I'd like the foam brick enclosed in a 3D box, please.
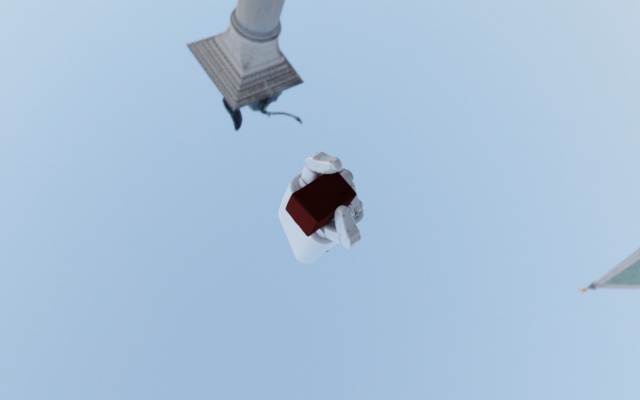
[{"bbox_3d":[0.000,0.002,0.646,0.078,0.053,0.051,-34,-11,-29],"label":"foam brick"}]
